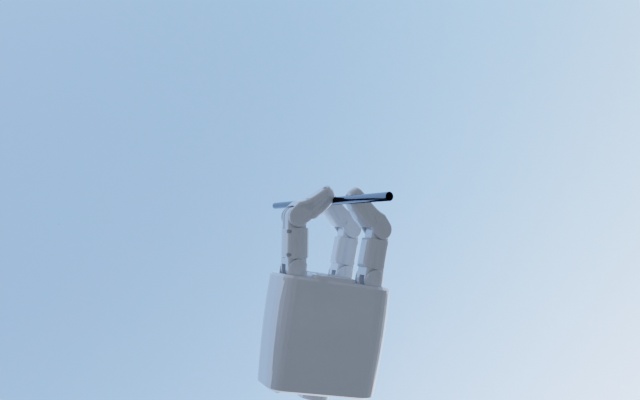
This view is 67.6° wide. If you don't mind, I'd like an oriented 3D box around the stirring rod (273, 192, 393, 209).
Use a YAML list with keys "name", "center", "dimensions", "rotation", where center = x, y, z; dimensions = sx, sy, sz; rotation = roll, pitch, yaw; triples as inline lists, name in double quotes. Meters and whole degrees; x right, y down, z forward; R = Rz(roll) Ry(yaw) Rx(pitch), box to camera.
- name: "stirring rod"
  center: [0.000, 0.002, 0.505]
  dimensions: [0.011, 0.011, 0.239]
  rotation: [0, -2, -29]
